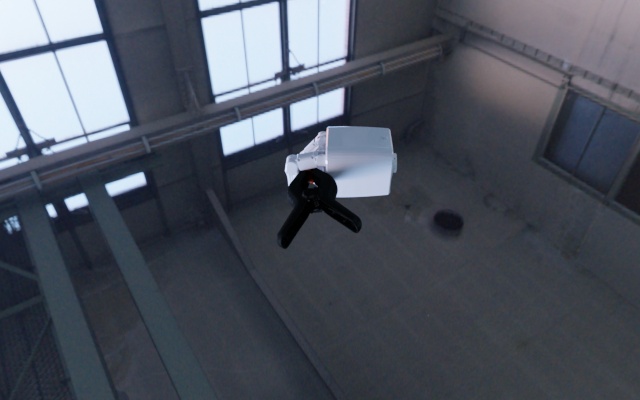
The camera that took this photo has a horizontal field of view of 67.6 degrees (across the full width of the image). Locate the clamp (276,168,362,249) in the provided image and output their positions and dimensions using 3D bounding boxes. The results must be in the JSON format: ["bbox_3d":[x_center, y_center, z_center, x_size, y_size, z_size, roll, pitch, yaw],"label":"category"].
[{"bbox_3d":[0.000,0.003,0.717,0.120,0.039,0.171,-2,42,5],"label":"clamp"}]
